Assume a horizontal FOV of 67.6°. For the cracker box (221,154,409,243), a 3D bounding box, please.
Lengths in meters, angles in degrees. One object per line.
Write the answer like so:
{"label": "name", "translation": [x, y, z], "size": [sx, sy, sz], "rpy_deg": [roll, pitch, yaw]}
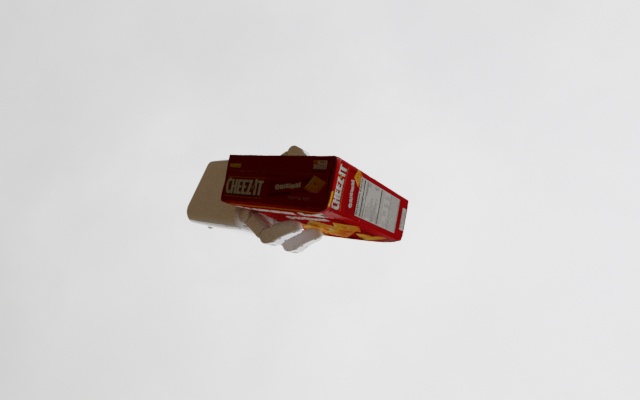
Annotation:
{"label": "cracker box", "translation": [0.000, 0.002, 0.645], "size": [0.164, 0.072, 0.214], "rpy_deg": [4, -11, 34]}
